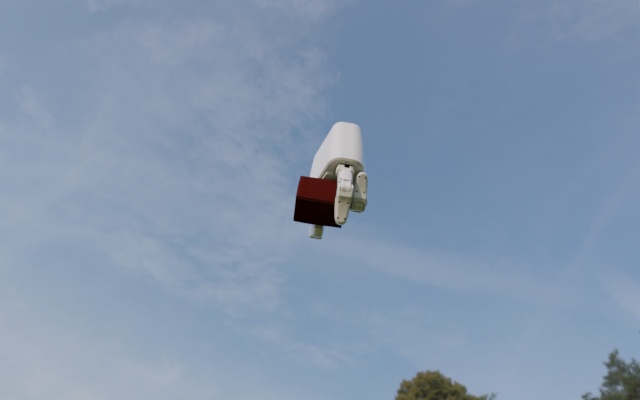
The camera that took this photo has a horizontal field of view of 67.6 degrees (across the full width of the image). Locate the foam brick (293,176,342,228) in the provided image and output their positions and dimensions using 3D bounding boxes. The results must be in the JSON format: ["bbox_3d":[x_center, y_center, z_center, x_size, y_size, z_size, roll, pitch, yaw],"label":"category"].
[{"bbox_3d":[0.000,0.002,0.731,0.078,0.053,0.051,9,44,-4],"label":"foam brick"}]
